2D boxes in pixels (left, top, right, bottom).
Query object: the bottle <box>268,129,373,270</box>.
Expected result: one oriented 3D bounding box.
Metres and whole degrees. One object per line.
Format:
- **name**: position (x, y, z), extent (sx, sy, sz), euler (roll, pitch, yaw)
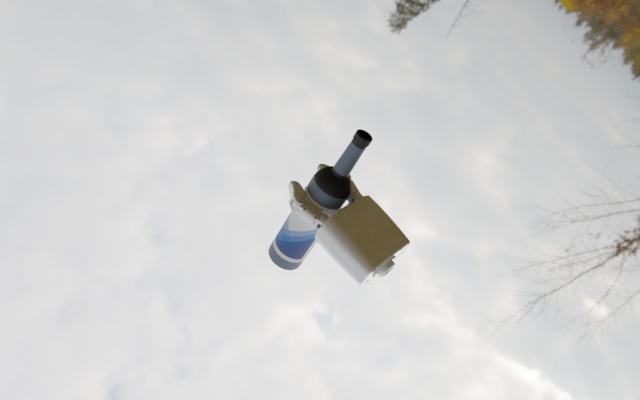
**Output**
- **bottle**: position (0.000, 0.003, 0.790), extent (0.069, 0.069, 0.296), euler (0, -42, -37)
